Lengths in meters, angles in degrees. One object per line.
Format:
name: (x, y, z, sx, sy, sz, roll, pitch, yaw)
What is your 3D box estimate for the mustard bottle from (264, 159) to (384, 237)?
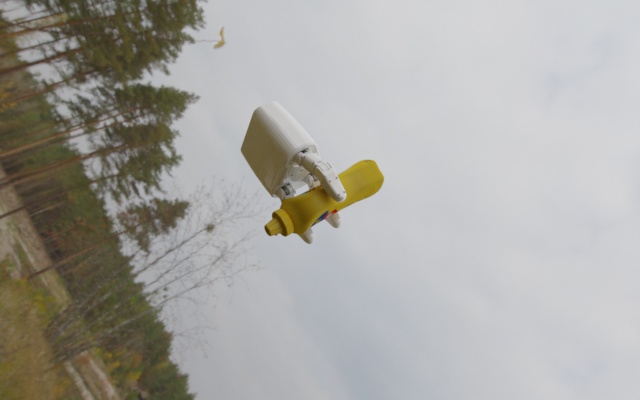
mustard bottle: (0.001, 0.003, 0.721, 0.191, 0.058, 0.096, -28, -2, -25)
